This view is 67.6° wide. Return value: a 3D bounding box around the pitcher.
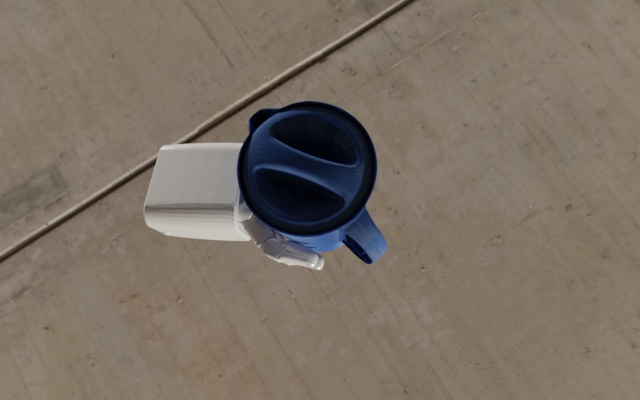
[{"bbox_3d":[0.000,0.002,0.556,0.145,0.149,0.243,1,-13,4],"label":"pitcher"}]
